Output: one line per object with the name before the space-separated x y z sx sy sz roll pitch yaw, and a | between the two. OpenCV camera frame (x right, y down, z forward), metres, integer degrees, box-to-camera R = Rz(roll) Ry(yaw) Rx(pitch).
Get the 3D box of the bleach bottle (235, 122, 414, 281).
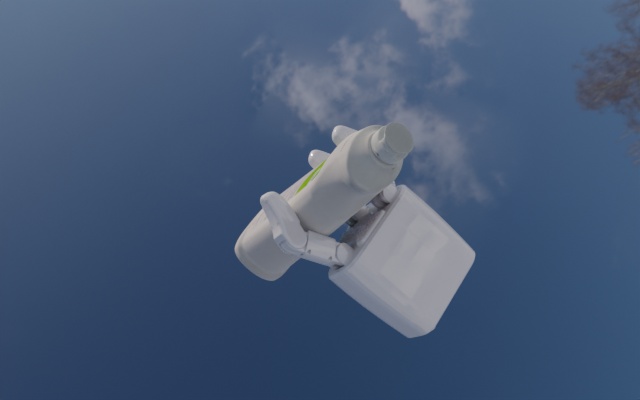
bleach bottle | 0.000 0.001 0.471 0.068 0.102 0.251 40 -35 -9
